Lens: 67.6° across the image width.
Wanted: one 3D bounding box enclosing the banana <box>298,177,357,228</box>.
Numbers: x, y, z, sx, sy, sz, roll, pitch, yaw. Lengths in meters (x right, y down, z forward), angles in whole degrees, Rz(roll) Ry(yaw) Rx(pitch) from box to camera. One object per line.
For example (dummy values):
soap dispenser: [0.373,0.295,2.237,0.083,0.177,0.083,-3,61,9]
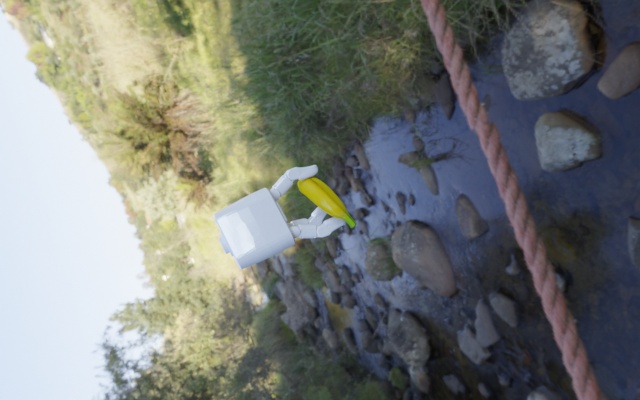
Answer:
banana: [-0.005,-0.010,0.868,0.037,0.070,0.197,-33,33,-10]
